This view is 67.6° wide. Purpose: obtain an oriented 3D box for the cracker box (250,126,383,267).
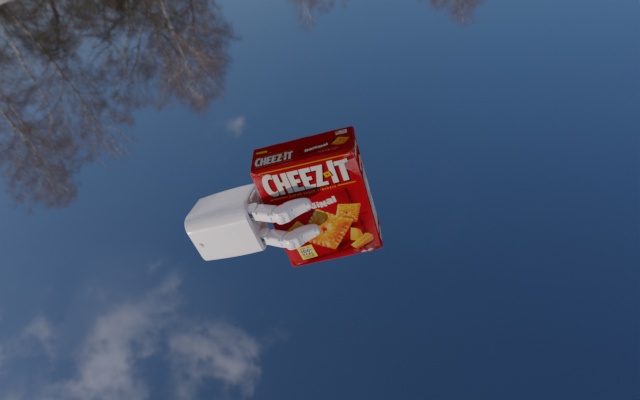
[{"bbox_3d":[0.000,0.003,0.778,0.164,0.214,0.072,-13,38,10],"label":"cracker box"}]
